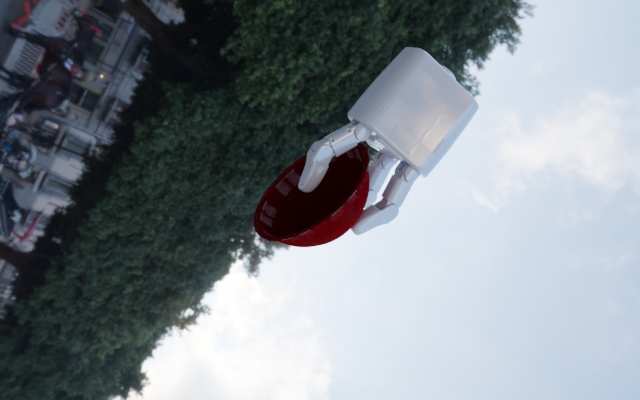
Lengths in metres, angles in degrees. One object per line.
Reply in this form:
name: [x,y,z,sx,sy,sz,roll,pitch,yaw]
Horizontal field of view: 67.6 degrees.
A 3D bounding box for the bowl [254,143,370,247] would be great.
bowl: [-0.001,0.003,0.570,0.162,0.162,0.055,0,-43,47]
